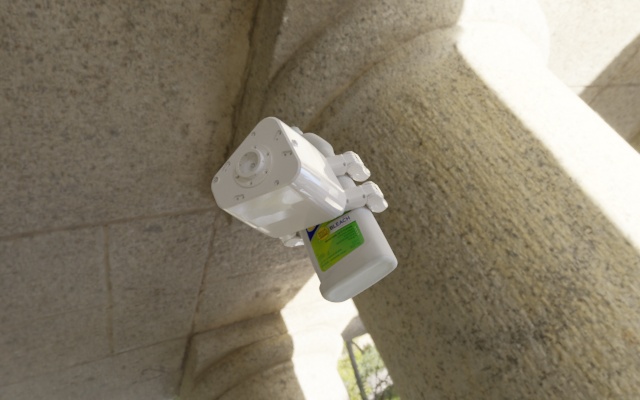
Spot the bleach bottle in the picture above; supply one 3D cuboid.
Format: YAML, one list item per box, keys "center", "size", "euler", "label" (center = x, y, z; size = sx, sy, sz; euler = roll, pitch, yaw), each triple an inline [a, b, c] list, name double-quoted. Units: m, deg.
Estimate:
- center: [0.000, 0.002, 0.635]
  size: [0.102, 0.250, 0.068]
  euler: [-35, -32, 11]
  label: "bleach bottle"
